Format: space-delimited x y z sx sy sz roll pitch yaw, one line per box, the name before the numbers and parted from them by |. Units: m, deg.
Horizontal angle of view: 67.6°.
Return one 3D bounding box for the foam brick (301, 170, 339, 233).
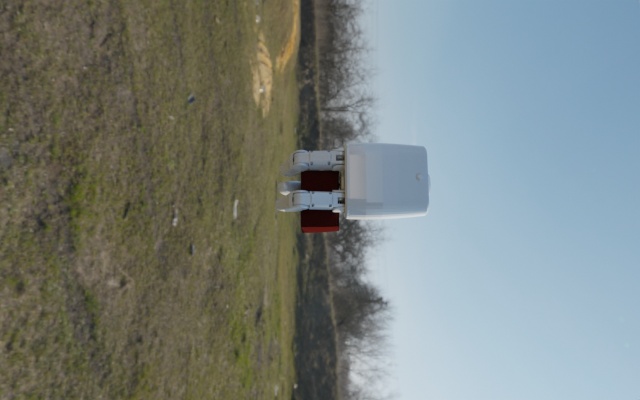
foam brick | 0.000 0.002 0.642 0.051 0.078 0.053 0 -10 1
